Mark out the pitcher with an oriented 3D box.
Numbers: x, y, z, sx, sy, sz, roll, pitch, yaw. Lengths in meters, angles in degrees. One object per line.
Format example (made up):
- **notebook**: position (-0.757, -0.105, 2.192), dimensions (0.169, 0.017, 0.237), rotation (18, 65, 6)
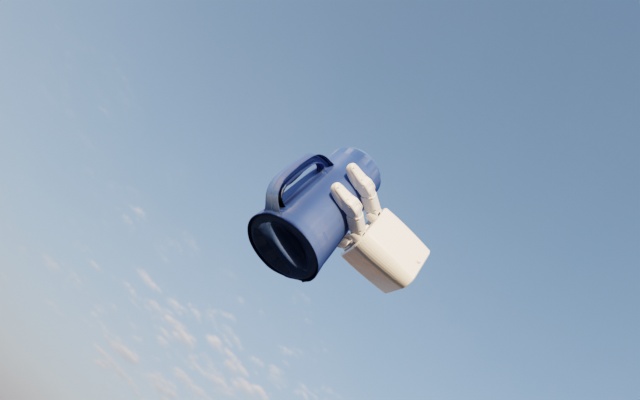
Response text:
- **pitcher**: position (0.000, 0.003, 0.790), dimensions (0.242, 0.145, 0.149), rotation (-46, -2, -40)
